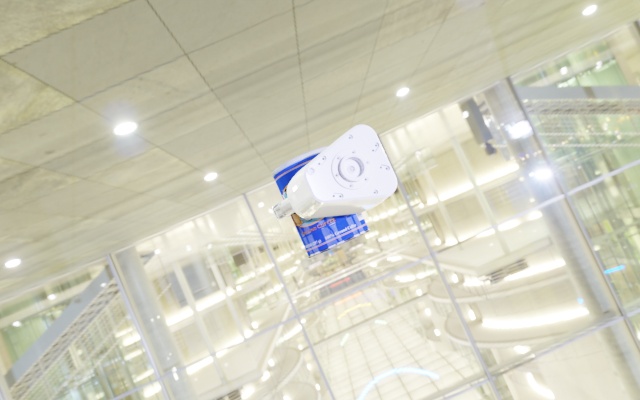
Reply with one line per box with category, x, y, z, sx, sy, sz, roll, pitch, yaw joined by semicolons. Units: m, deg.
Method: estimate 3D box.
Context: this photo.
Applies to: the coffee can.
coffee can;0.000;0.002;0.724;0.103;0.140;0.103;-24;-4;-2
